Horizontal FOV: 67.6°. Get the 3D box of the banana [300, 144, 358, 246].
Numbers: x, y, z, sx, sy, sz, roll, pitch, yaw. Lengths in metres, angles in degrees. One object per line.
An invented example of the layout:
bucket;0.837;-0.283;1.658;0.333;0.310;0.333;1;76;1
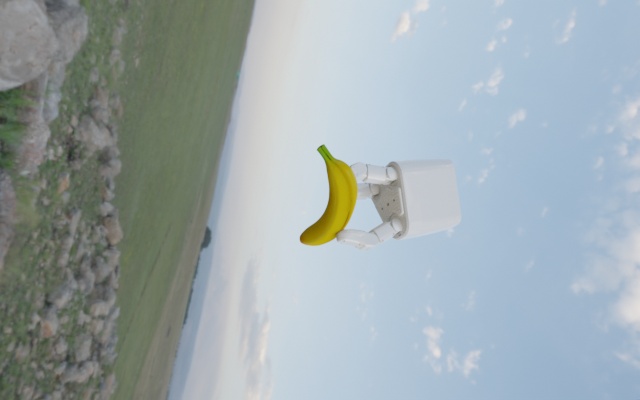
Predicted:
banana;0.013;0.011;0.667;0.037;0.198;0.069;-30;59;-35
